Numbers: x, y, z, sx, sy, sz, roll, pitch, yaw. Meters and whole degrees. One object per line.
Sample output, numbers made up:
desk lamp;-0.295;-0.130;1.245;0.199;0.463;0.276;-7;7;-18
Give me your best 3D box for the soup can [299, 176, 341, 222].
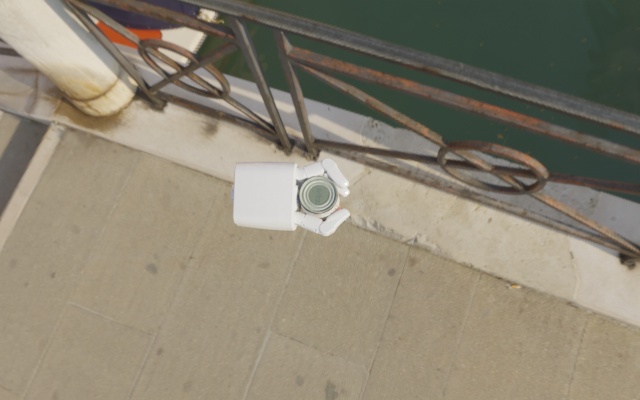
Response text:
soup can;0.001;0.003;0.840;0.068;0.068;0.102;0;-15;4
